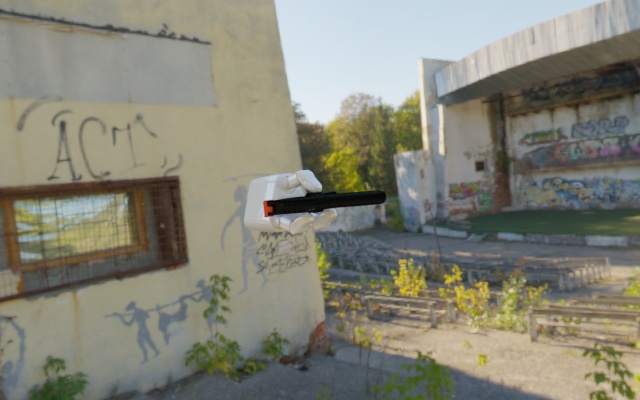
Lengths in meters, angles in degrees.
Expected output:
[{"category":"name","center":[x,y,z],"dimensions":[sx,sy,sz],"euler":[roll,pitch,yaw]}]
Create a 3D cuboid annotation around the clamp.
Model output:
[{"category":"clamp","center":[-0.001,0.002,0.845],"dimensions":[0.210,0.036,0.164],"euler":[-8,3,-39]}]
